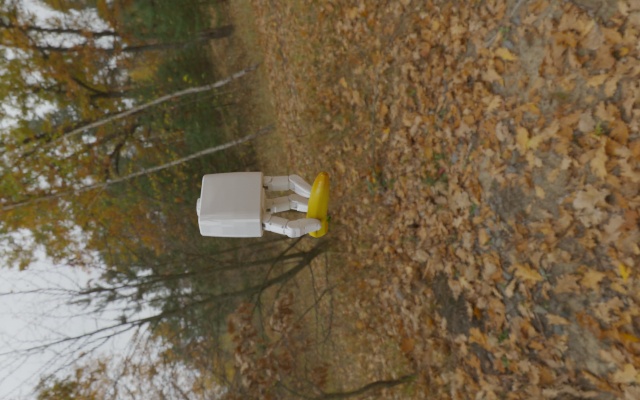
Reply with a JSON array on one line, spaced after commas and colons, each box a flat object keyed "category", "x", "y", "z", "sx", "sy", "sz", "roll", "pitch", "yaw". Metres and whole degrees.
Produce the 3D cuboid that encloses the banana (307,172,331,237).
[{"category": "banana", "x": -0.004, "y": 0.021, "z": 0.857, "sx": 0.037, "sy": 0.069, "sz": 0.198, "roll": 11, "pitch": -24, "yaw": 6}]
